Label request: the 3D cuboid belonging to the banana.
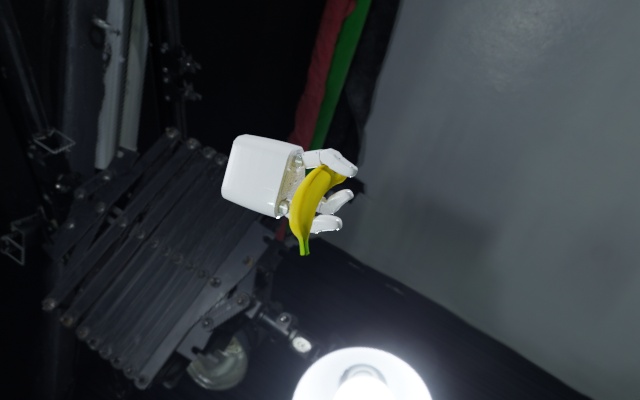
[{"bbox_3d":[-0.004,-0.010,0.707,0.037,0.070,0.197,6,41,23],"label":"banana"}]
